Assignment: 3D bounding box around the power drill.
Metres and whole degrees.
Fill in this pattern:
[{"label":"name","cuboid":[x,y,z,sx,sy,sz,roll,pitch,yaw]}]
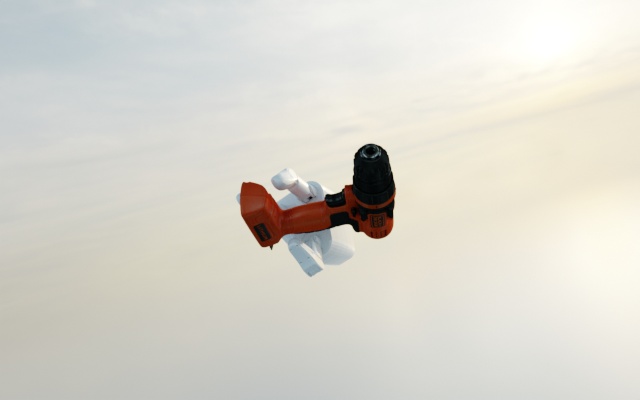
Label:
[{"label":"power drill","cuboid":[0.000,0.002,0.592,0.187,0.057,0.185,-6,-33,7]}]
